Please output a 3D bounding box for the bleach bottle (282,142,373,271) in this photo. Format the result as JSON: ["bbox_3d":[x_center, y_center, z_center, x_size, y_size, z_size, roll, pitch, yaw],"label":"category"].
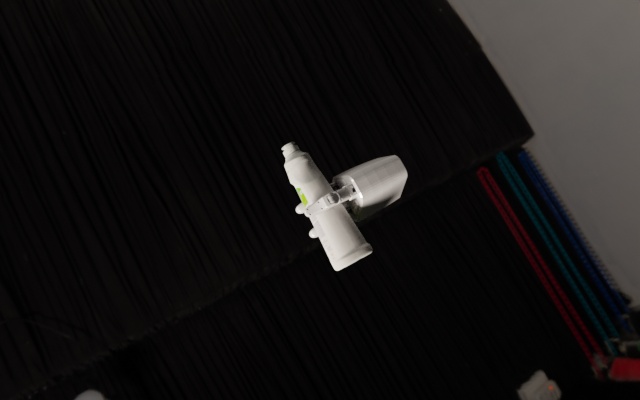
[{"bbox_3d":[0.000,0.003,0.879,0.068,0.251,0.102,-27,-8,-16],"label":"bleach bottle"}]
